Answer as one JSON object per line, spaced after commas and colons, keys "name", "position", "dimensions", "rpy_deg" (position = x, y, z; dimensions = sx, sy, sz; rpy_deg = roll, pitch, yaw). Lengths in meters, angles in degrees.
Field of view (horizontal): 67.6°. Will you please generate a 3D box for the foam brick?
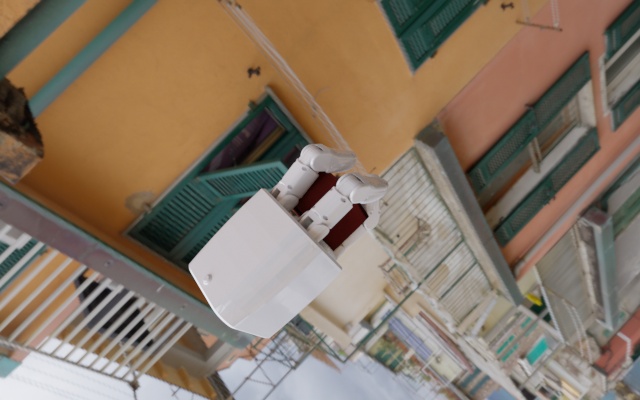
{"name": "foam brick", "position": [0.000, 0.001, 0.487], "dimensions": [0.078, 0.051, 0.053], "rpy_deg": [42, -6, 44]}
